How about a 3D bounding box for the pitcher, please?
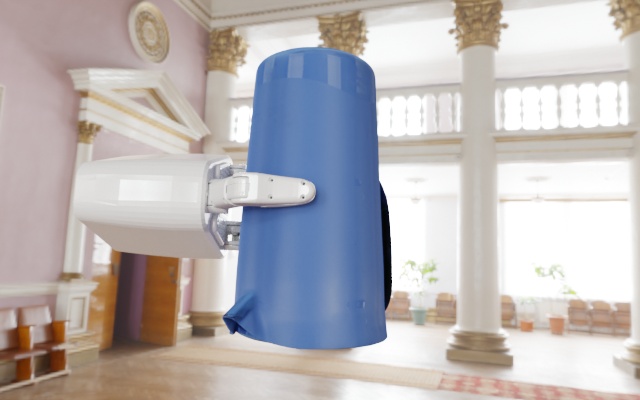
[{"bbox_3d":[0.000,0.001,0.426,0.145,0.243,0.149,2,-7,2],"label":"pitcher"}]
